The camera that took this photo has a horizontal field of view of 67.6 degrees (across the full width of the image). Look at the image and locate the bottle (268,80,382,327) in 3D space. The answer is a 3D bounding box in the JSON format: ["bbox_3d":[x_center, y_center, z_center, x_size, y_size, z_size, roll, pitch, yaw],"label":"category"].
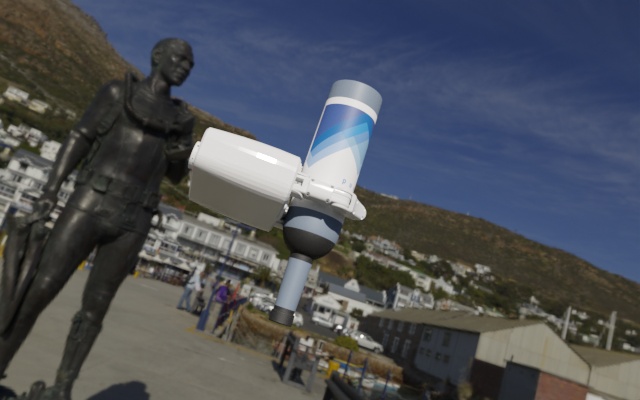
[{"bbox_3d":[0.000,0.002,0.568,0.069,0.295,0.069,18,-13,4],"label":"bottle"}]
